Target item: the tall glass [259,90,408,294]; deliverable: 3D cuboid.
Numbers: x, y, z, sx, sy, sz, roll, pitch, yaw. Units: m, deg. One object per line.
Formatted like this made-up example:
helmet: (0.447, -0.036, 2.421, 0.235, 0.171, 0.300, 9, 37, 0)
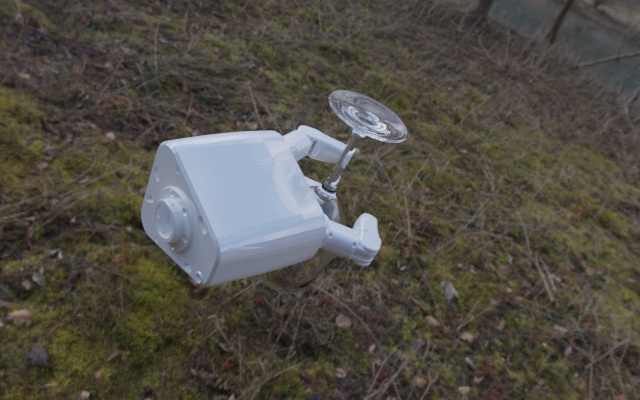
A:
tall glass: (0.000, 0.001, 0.452, 0.079, 0.201, 0.079, 19, 34, -14)
